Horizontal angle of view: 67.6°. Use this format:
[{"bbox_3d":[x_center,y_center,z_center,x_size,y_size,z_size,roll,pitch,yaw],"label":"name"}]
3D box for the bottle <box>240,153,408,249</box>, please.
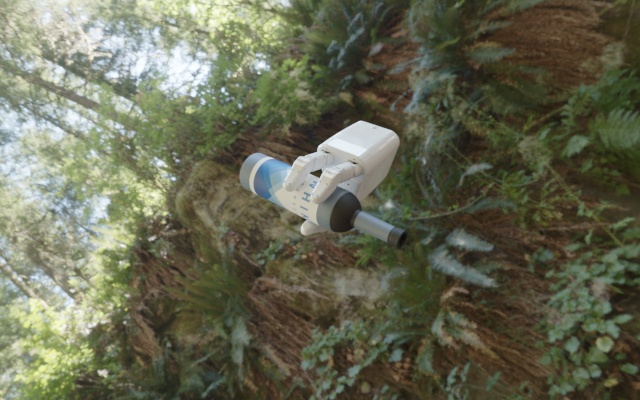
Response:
[{"bbox_3d":[0.000,0.002,0.738,0.295,0.069,0.069,25,13,31],"label":"bottle"}]
